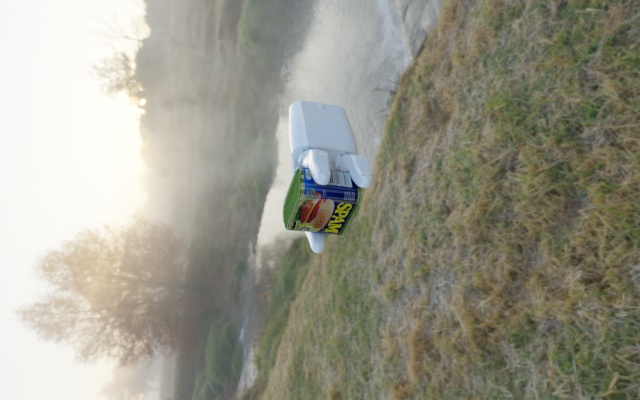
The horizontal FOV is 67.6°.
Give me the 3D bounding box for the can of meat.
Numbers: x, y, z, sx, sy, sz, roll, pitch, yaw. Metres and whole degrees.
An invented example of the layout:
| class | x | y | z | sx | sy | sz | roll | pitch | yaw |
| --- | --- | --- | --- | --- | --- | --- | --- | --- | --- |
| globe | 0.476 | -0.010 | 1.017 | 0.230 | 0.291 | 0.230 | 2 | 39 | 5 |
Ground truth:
| class | x | y | z | sx | sy | sz | roll | pitch | yaw |
| --- | --- | --- | --- | --- | --- | --- | --- | --- | --- |
| can of meat | 0.000 | 0.002 | 0.645 | 0.084 | 0.057 | 0.102 | 6 | -39 | -16 |
